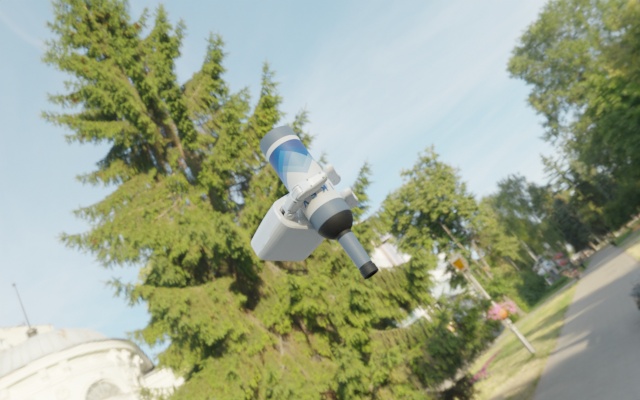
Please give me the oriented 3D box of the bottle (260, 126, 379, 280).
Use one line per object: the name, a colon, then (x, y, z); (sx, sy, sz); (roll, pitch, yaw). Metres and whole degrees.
bottle: (0.000, 0.002, 0.788); (0.069, 0.295, 0.069); (-30, -23, -14)
